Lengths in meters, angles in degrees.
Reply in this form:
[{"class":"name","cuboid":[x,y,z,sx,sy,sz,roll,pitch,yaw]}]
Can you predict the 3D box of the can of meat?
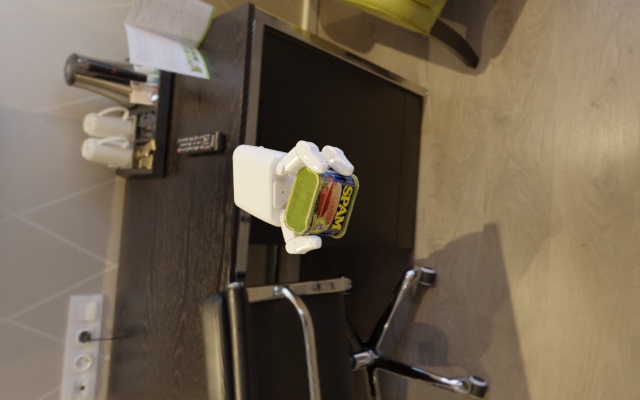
[{"class":"can of meat","cuboid":[0.000,0.002,0.705,0.084,0.102,0.057,7,13,-46]}]
